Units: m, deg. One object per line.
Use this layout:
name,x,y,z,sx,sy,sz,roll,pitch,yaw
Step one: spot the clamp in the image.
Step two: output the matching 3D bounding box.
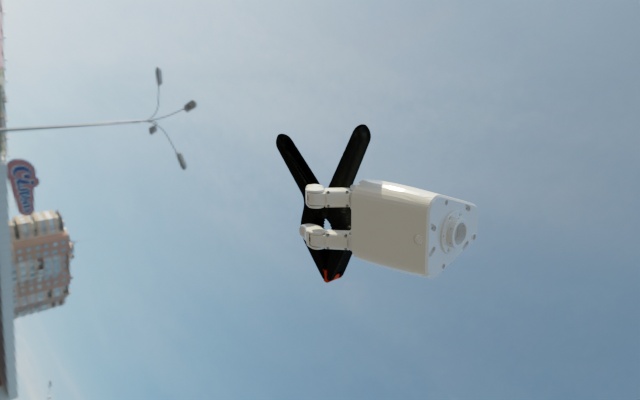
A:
clamp,0.001,0.003,0.636,0.036,0.210,0.164,-12,17,-41
